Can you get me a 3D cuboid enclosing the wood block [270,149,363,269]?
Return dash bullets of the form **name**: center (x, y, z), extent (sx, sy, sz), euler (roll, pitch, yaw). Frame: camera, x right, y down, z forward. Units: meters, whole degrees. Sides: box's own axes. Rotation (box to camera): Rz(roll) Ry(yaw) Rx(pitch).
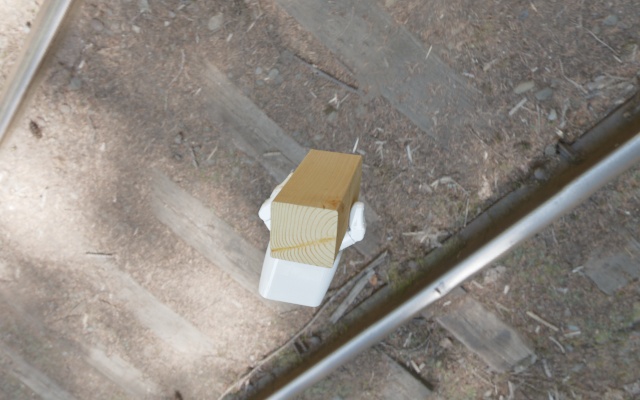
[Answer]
- **wood block**: center (0.000, 0.003, 0.712), extent (0.091, 0.090, 0.206), euler (9, 27, 10)
